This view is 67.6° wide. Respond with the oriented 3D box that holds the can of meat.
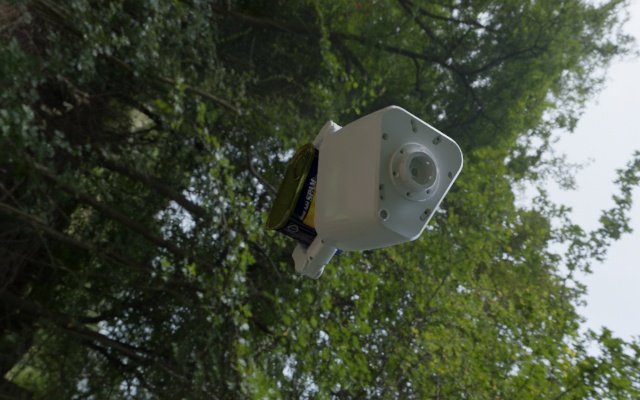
[{"bbox_3d":[0.000,0.002,0.522,0.084,0.102,0.057,27,-21,-20],"label":"can of meat"}]
